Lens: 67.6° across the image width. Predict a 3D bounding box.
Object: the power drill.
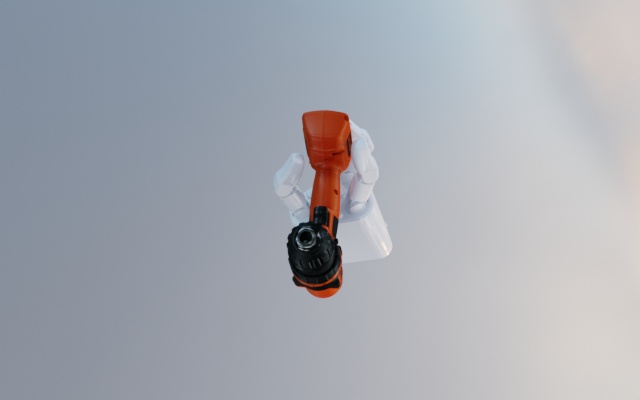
[{"bbox_3d":[0.000,0.001,0.513,0.057,0.187,0.184,4,-21,5],"label":"power drill"}]
